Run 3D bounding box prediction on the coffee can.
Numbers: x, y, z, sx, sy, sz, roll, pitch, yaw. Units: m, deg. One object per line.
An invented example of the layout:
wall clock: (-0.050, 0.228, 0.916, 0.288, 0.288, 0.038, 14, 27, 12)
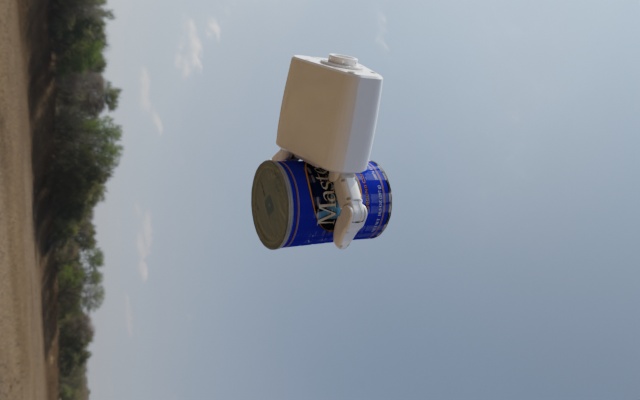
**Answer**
coffee can: (0.000, 0.002, 0.579, 0.140, 0.103, 0.103, -3, 2, -30)
